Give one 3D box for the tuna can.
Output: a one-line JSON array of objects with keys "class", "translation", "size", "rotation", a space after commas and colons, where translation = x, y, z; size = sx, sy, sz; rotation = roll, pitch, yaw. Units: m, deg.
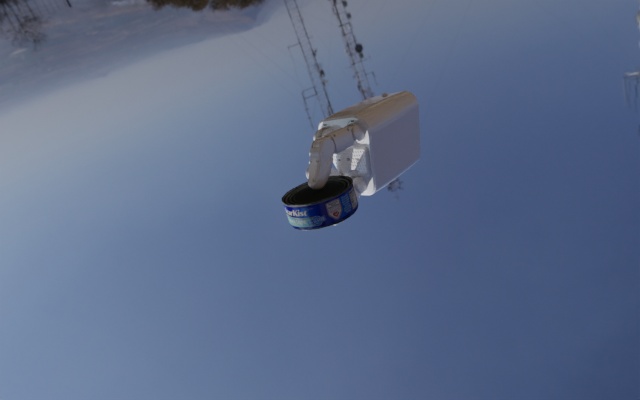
[{"class": "tuna can", "translation": [0.000, 0.002, 0.558], "size": [0.086, 0.034, 0.086], "rotation": [-15, 19, 5]}]
